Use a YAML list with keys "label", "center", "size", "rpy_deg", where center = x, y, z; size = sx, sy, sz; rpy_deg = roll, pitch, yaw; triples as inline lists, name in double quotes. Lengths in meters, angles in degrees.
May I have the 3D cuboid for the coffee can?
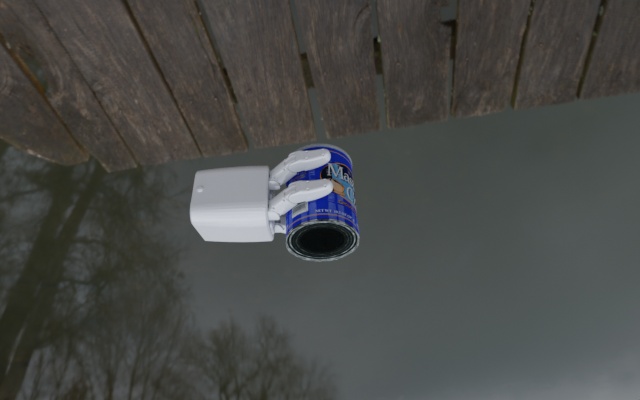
- label: "coffee can"
  center: [0.000, 0.002, 0.693]
  size: [0.103, 0.140, 0.103]
  rpy_deg: [-2, -38, -1]
